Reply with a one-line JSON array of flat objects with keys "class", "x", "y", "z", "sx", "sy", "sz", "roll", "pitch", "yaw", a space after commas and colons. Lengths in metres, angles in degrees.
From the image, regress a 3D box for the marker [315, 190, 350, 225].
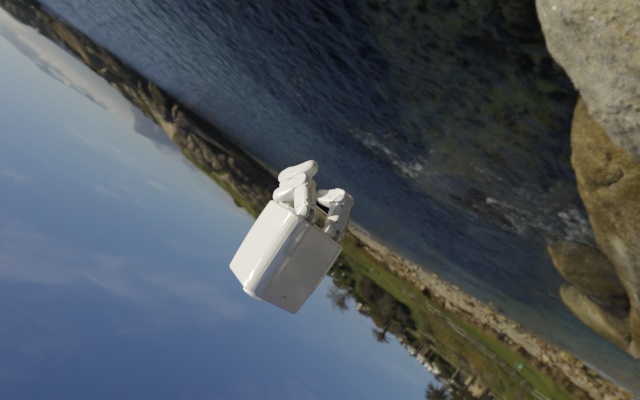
[{"class": "marker", "x": 0.000, "y": 0.002, "z": 0.677, "sx": 0.020, "sy": 0.020, "sz": 0.121, "roll": 0, "pitch": -28, "yaw": 43}]
